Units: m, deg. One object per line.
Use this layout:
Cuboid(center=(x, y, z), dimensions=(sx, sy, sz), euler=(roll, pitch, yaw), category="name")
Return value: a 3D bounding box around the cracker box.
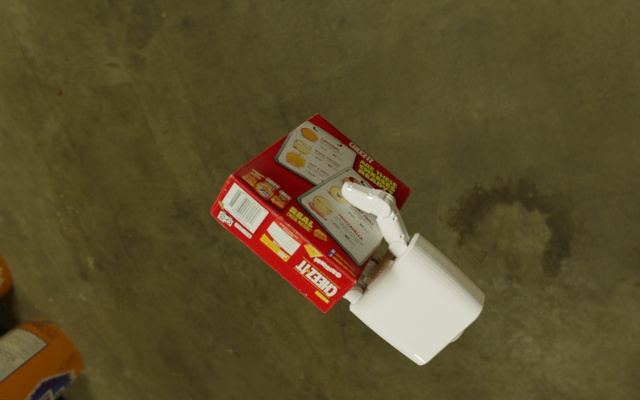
Cuboid(center=(0.000, 0.002, 0.561), dimensions=(0.072, 0.164, 0.213), euler=(-51, -2, 36), category="cracker box")
